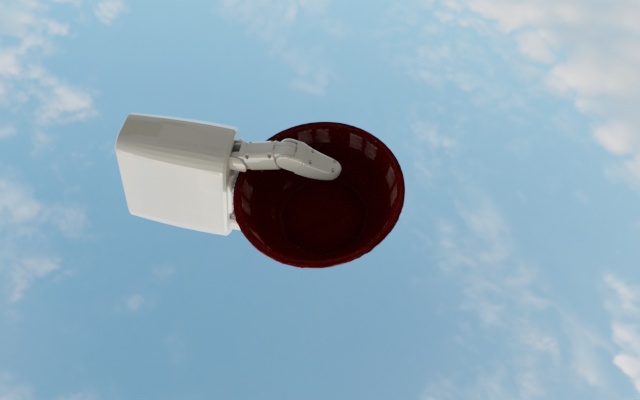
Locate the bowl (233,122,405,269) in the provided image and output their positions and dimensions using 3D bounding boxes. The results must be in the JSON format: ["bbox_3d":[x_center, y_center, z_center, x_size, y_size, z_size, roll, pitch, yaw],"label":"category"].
[{"bbox_3d":[0.001,0.002,0.465,0.162,0.162,0.055,0,-32,7],"label":"bowl"}]
